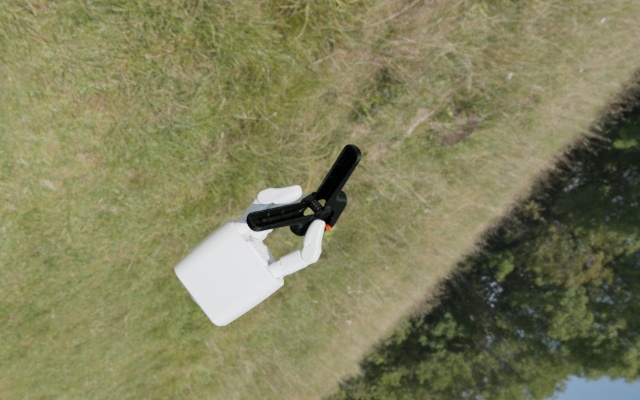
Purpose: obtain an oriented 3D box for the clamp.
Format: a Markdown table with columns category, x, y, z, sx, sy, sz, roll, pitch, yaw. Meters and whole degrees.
| category | x | y | z | sx | sy | sz | roll | pitch | yaw |
| --- | --- | --- | --- | --- | --- | --- | --- | --- | --- |
| clamp | 0.000 | 0.003 | 0.662 | 0.164 | 0.036 | 0.210 | -36 | -18 | 4 |
